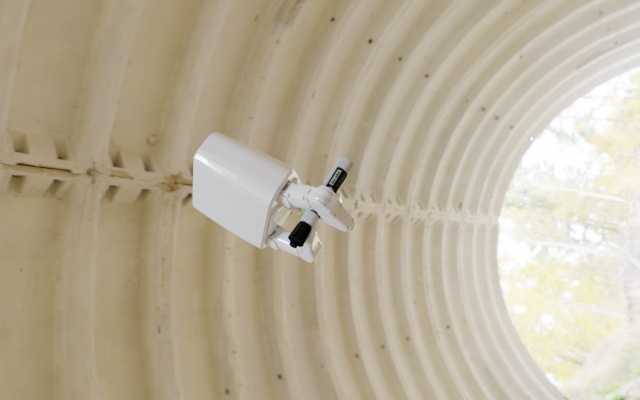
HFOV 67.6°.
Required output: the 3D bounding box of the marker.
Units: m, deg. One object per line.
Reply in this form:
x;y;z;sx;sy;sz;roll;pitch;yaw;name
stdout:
0.000;0.002;0.523;0.020;0.121;0.020;26;-26;14;marker
